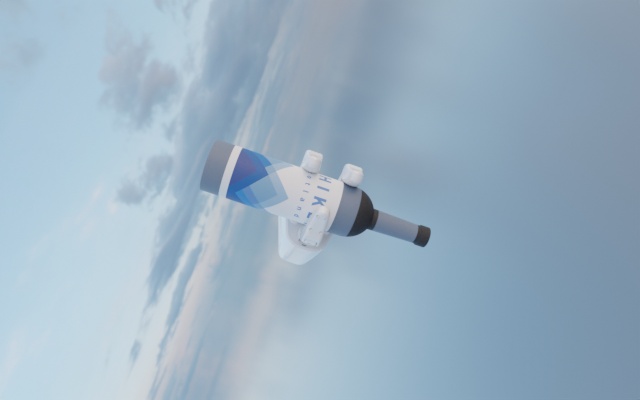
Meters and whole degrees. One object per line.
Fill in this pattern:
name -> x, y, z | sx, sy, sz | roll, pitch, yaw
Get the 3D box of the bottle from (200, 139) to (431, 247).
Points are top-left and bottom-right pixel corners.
bottle -> 0.000, 0.002, 0.608 | 0.296, 0.069, 0.069 | 19, -2, -7
